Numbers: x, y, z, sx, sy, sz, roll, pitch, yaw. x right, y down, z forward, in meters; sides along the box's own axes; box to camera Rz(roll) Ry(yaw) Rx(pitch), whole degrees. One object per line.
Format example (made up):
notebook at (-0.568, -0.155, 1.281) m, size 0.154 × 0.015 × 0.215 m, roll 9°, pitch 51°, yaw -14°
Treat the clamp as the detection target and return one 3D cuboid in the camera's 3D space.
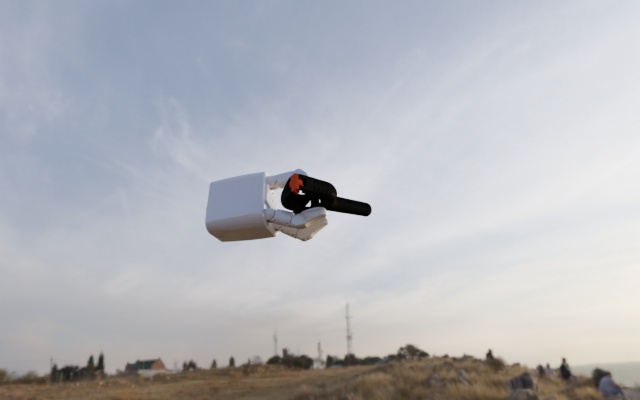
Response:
clamp at (0.000, 0.002, 0.818) m, size 0.164 × 0.036 × 0.210 m, roll -10°, pitch -21°, yaw 7°
